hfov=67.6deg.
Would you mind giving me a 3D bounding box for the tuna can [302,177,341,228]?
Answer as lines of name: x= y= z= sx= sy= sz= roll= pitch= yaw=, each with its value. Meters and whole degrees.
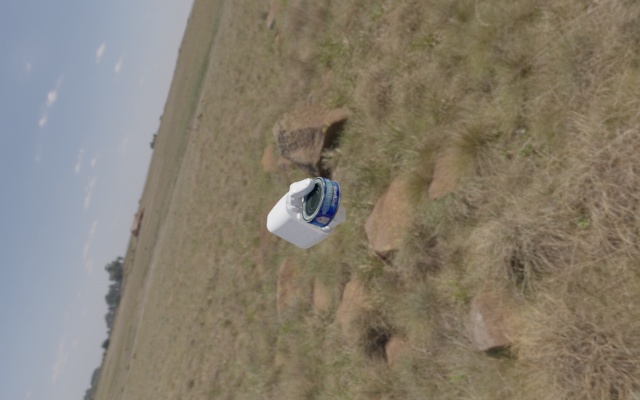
tuna can: x=0.000 y=0.003 z=0.840 sx=0.034 sy=0.086 sz=0.086 roll=18 pitch=-7 yaw=-24
